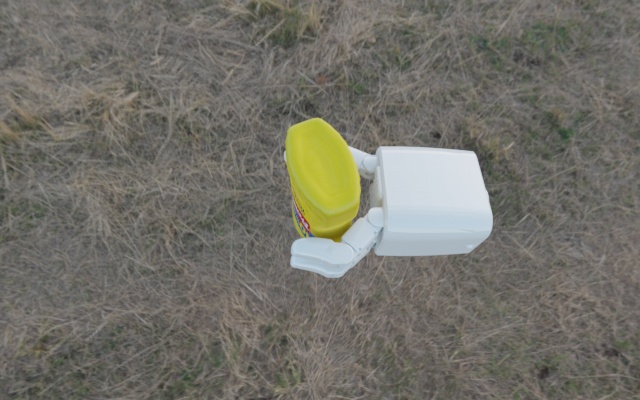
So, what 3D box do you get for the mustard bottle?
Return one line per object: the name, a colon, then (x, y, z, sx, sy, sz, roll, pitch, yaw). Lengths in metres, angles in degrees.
mustard bottle: (0.000, 0.002, 0.499, 0.058, 0.096, 0.192, -22, -19, -9)
